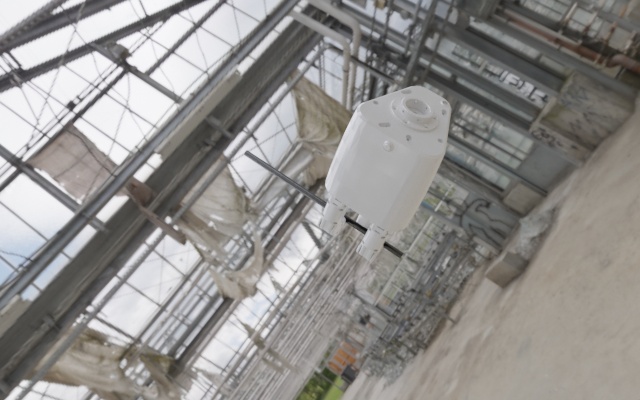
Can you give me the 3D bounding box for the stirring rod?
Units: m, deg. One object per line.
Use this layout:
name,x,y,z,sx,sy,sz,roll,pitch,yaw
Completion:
stirring rod,0.000,0.002,0.600,0.239,0.011,0.011,33,8,12
